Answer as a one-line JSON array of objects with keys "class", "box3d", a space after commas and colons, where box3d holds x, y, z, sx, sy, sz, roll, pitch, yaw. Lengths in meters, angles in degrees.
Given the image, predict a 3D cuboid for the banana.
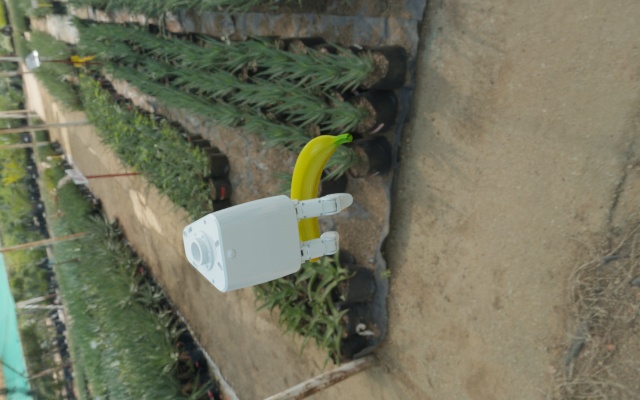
[{"class": "banana", "box3d": [-0.012, -0.009, 0.663, 0.037, 0.198, 0.069, -14, 36, -44]}]
